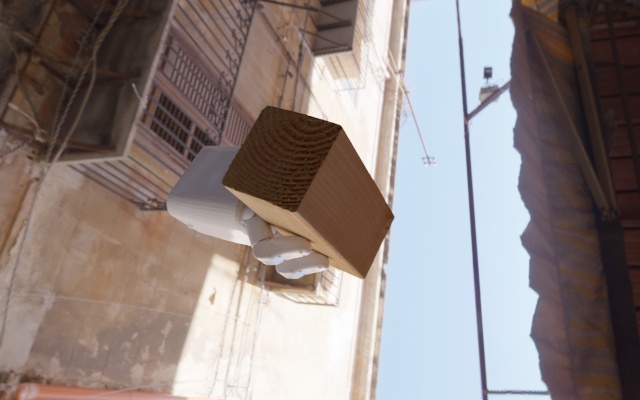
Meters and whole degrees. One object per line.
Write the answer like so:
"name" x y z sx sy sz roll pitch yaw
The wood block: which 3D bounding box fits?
"wood block" 0.000 0.001 0.508 0.090 0.091 0.206 20 -15 29
